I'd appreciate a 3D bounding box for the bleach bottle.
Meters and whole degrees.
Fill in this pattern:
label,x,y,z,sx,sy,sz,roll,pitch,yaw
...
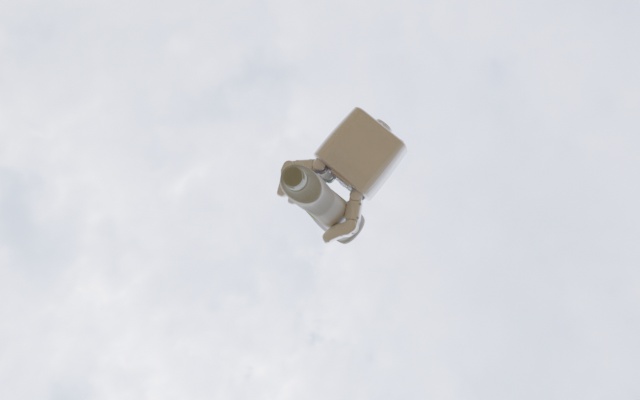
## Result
label,x,y,z,sx,sy,sz,roll,pitch,yaw
bleach bottle,0.000,0.002,0.756,0.102,0.068,0.251,39,-2,20
